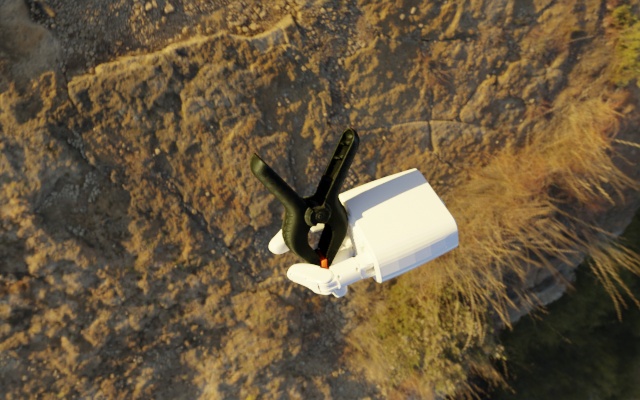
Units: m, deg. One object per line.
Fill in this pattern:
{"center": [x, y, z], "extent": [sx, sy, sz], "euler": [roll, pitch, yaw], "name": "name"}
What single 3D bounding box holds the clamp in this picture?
{"center": [0.000, 0.002, 0.530], "extent": [0.120, 0.172, 0.039], "euler": [-22, 37, -8], "name": "clamp"}
